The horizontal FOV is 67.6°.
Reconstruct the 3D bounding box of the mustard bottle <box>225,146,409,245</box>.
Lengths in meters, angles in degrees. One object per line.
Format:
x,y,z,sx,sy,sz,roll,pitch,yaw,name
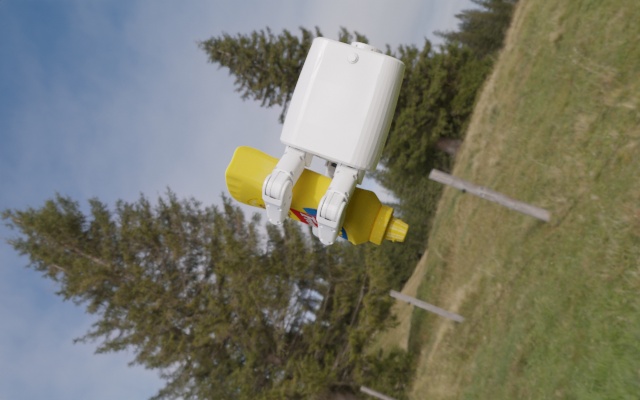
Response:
0.000,0.002,0.507,0.191,0.058,0.096,20,-15,11,mustard bottle
